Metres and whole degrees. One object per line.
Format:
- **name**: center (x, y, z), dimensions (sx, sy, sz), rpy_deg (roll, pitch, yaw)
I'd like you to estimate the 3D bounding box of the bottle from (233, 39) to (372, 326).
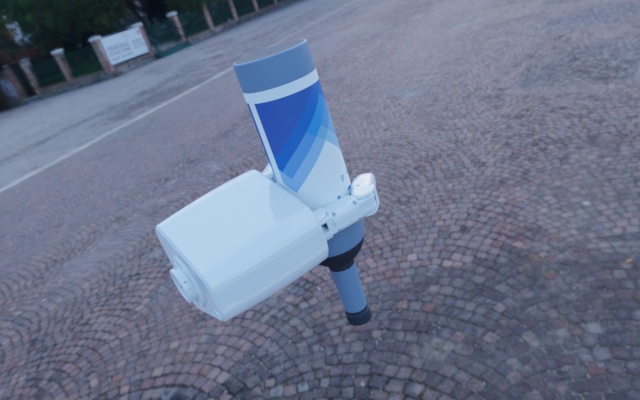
- **bottle**: center (0.000, 0.001, 0.463), dimensions (0.069, 0.296, 0.069), rpy_deg (-15, 25, 7)
